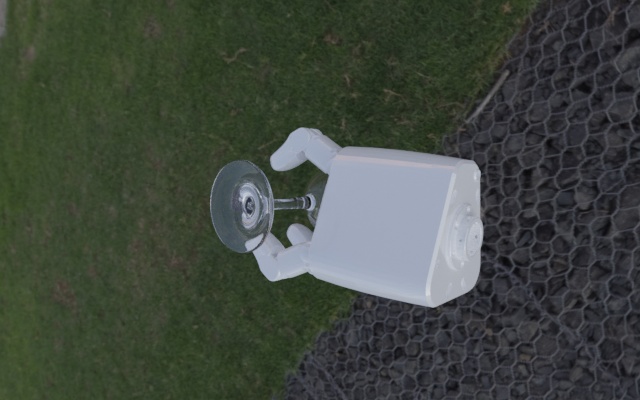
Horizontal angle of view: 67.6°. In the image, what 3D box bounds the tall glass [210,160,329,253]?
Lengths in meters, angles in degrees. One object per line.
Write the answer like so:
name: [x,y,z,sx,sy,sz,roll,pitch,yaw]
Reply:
tall glass: [0.000,0.001,0.452,0.079,0.079,0.201,0,2,40]
